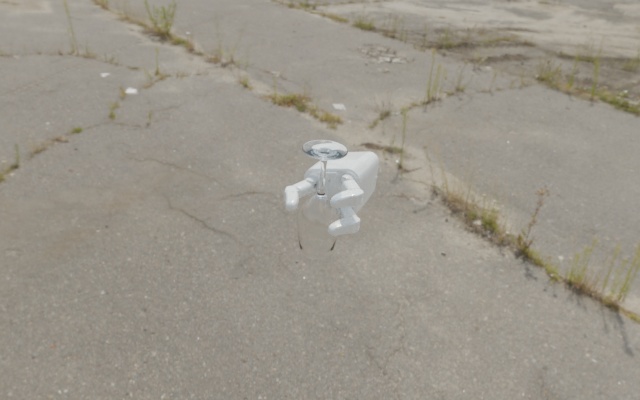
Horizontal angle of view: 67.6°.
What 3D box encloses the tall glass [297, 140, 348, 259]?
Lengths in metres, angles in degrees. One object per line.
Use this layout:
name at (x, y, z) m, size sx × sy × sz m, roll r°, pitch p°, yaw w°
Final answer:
tall glass at (0.000, 0.002, 0.819) m, size 0.079 × 0.201 × 0.079 m, roll 4°, pitch 30°, yaw -2°
